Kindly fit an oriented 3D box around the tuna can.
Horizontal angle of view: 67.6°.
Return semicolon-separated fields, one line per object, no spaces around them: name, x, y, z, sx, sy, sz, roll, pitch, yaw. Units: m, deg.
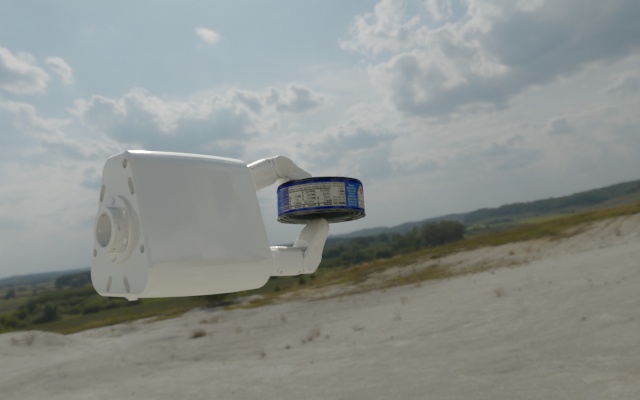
tuna can;0.000;0.001;0.464;0.086;0.033;0.086;-3;-10;-1
